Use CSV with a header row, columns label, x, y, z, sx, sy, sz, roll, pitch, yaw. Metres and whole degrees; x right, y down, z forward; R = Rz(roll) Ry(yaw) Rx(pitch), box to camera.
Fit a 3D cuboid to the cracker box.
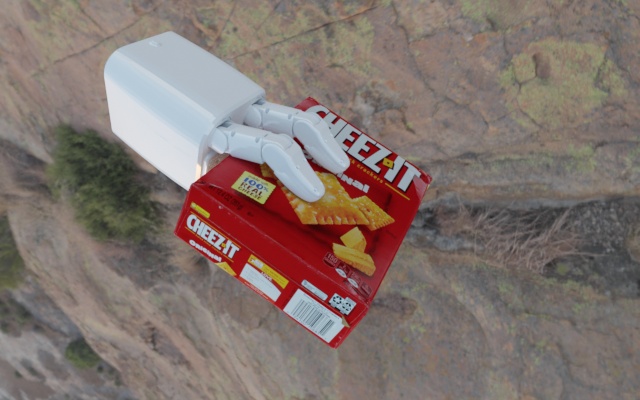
label,x,y,z,sx,sy,sz,roll,pitch,yaw
cracker box,0.000,0.002,0.445,0.164,0.072,0.213,35,39,4
